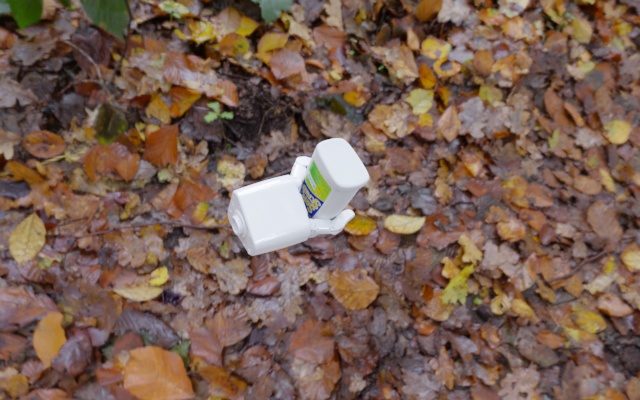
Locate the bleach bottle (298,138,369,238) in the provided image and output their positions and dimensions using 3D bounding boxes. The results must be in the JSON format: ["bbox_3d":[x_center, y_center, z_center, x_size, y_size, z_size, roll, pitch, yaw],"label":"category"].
[{"bbox_3d":[0.000,0.003,0.864,0.068,0.102,0.251,-17,-26,-28],"label":"bleach bottle"}]
